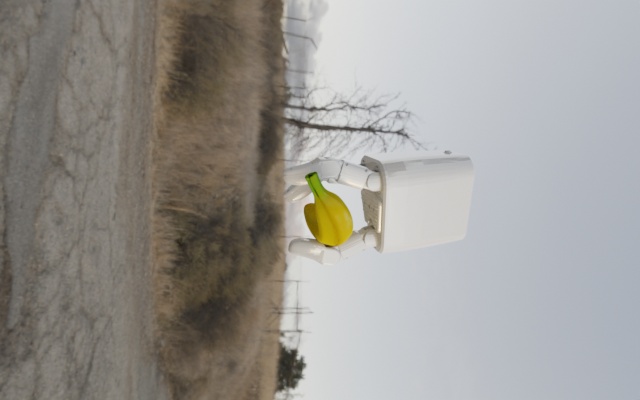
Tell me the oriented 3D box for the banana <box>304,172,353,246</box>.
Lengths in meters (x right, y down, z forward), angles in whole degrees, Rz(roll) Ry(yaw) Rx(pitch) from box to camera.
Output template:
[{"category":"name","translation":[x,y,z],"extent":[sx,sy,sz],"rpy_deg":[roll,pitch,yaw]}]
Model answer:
[{"category":"banana","translation":[0.007,0.018,0.528],"extent":[0.037,0.069,0.198],"rpy_deg":[-20,-8,-8]}]
